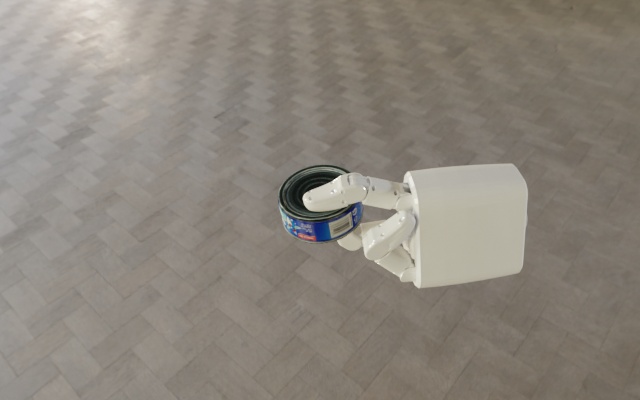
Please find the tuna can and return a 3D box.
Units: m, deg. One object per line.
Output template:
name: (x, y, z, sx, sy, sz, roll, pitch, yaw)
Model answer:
tuna can: (0.000, 0.001, 0.488, 0.086, 0.034, 0.086, -6, 43, 5)
